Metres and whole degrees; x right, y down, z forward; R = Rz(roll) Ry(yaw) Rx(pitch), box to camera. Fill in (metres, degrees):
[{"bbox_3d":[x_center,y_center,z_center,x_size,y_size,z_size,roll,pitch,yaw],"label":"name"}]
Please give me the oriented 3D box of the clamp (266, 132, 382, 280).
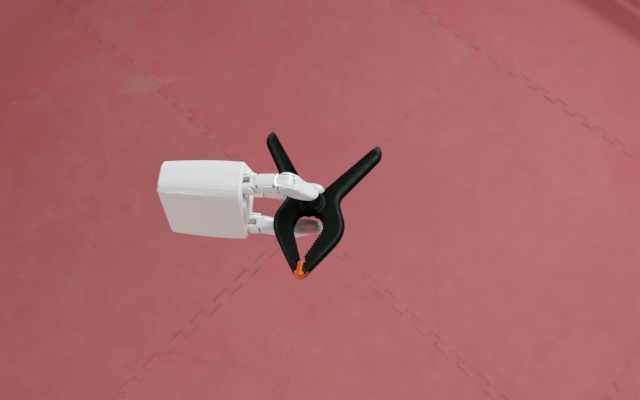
[{"bbox_3d":[0.000,0.002,0.645,0.164,0.210,0.036,2,-23,4],"label":"clamp"}]
